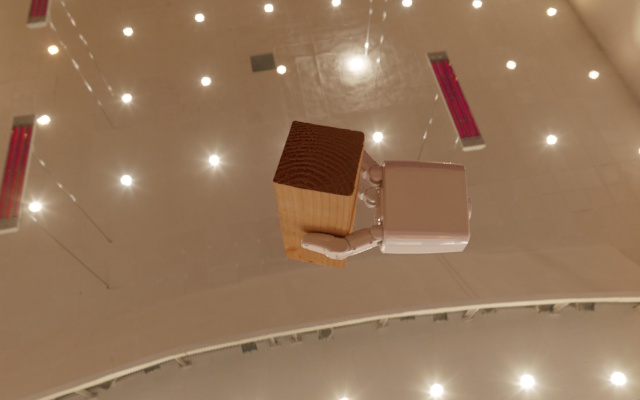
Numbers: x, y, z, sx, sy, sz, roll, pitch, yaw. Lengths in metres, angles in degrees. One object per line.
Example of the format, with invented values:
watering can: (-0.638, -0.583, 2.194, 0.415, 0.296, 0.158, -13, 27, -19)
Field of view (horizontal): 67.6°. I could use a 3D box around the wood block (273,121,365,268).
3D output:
wood block: (0.000, 0.002, 0.621, 0.090, 0.090, 0.206, 10, -30, 6)
